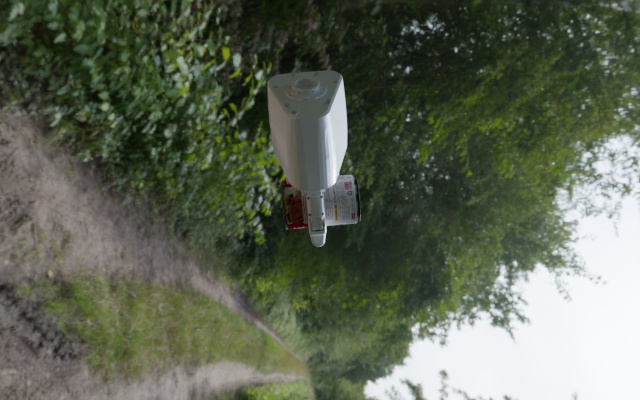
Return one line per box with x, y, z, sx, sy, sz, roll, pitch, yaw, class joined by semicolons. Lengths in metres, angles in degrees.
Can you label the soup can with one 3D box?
0.000;0.003;0.654;0.102;0.068;0.068;-5;0;-1;soup can
